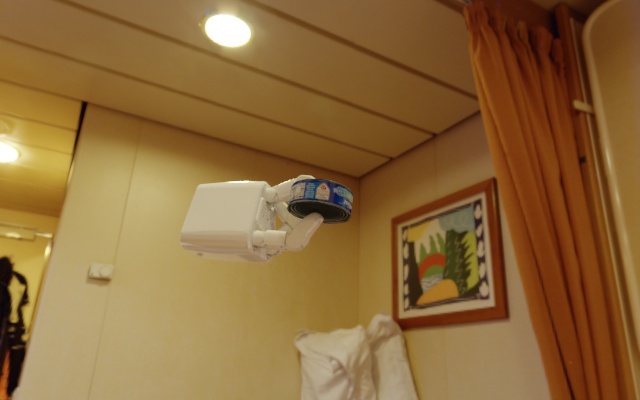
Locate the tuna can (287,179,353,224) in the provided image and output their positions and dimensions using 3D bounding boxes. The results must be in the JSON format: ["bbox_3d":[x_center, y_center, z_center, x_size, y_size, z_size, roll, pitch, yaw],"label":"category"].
[{"bbox_3d":[0.000,0.002,0.636,0.086,0.033,0.086,8,-20,3],"label":"tuna can"}]
